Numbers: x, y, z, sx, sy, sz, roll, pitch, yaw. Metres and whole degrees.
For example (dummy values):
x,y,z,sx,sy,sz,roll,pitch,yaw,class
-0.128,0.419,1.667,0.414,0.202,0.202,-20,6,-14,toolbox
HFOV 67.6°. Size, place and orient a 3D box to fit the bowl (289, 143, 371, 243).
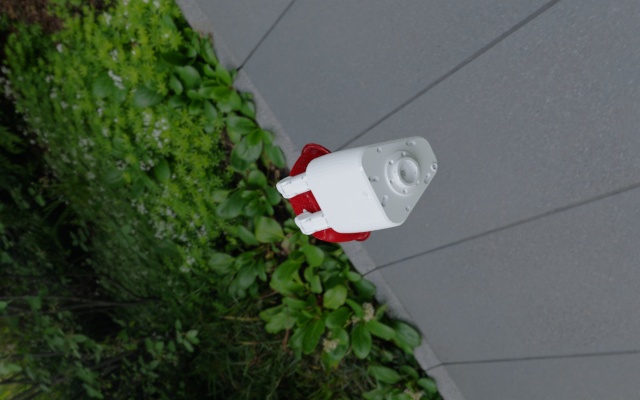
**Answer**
x,y,z,sx,sy,sz,roll,pitch,yaw,class
-0.001,0.003,0.679,0.055,0.162,0.162,-32,12,-20,bowl
